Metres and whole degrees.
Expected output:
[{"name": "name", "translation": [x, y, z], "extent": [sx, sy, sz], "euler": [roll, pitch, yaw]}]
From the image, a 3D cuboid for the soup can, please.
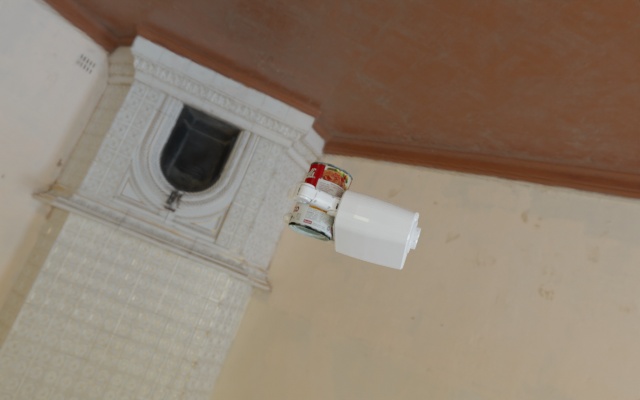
[{"name": "soup can", "translation": [0.000, 0.002, 0.714], "extent": [0.068, 0.102, 0.068], "euler": [19, -14, 5]}]
